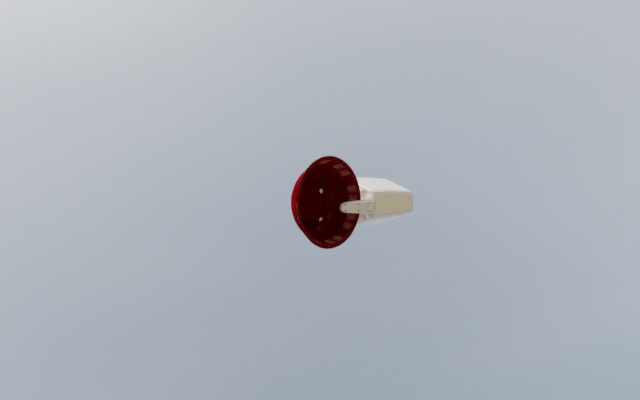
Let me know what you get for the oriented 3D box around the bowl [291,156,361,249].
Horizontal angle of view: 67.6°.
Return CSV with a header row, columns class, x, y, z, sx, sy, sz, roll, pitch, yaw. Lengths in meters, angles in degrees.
class,x,y,z,sx,sy,sz,roll,pitch,yaw
bowl,-0.001,0.002,0.845,0.055,0.162,0.162,2,2,44
